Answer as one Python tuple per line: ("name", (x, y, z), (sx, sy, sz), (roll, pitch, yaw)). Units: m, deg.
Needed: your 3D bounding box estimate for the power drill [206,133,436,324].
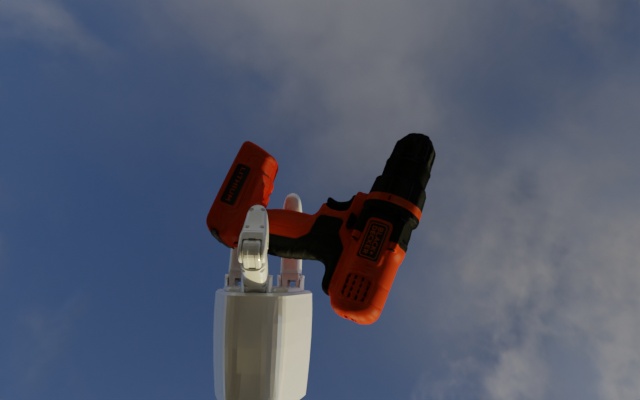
("power drill", (0.000, 0.002, 0.453), (0.187, 0.184, 0.057), (16, -19, 23))
